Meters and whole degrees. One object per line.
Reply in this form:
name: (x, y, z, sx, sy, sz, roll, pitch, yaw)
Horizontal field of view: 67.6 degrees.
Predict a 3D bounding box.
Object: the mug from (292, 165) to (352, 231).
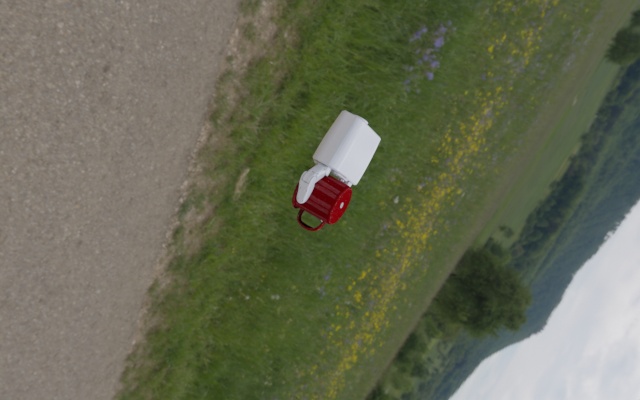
mug: (0.000, 0.004, 0.899, 0.081, 0.117, 0.093, 30, 0, 19)
